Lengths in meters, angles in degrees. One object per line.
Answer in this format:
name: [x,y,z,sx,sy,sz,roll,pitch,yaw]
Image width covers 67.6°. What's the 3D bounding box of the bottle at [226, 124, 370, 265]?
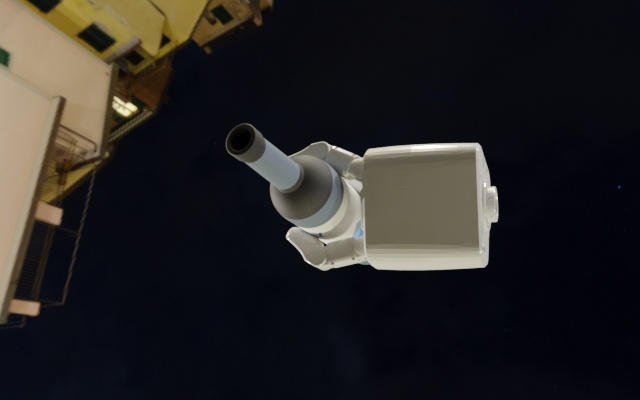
bottle: [0.000,0.002,0.489,0.069,0.069,0.296,0,-19,26]
